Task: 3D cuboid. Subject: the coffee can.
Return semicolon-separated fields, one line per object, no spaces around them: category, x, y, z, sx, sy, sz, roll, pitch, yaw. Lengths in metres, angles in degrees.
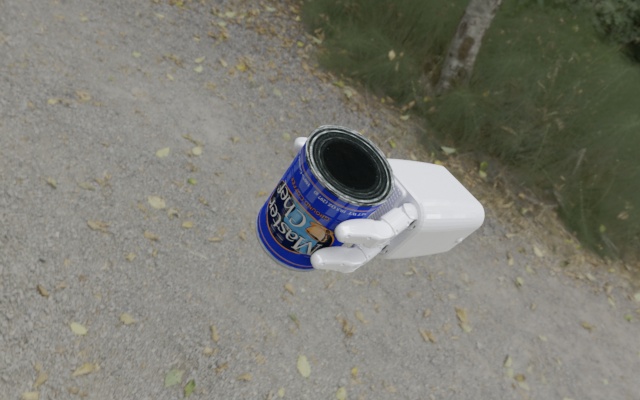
coffee can;0.000;0.002;0.525;0.103;0.102;0.140;0;-34;-33
